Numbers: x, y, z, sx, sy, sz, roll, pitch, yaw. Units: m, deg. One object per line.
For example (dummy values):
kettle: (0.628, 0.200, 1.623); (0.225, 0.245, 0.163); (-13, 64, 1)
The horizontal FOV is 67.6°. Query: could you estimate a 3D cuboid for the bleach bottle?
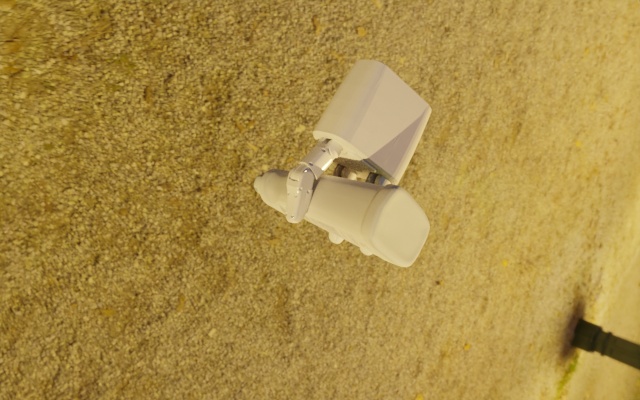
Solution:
bleach bottle: (0.000, 0.002, 0.569); (0.250, 0.068, 0.103); (19, -15, 44)
